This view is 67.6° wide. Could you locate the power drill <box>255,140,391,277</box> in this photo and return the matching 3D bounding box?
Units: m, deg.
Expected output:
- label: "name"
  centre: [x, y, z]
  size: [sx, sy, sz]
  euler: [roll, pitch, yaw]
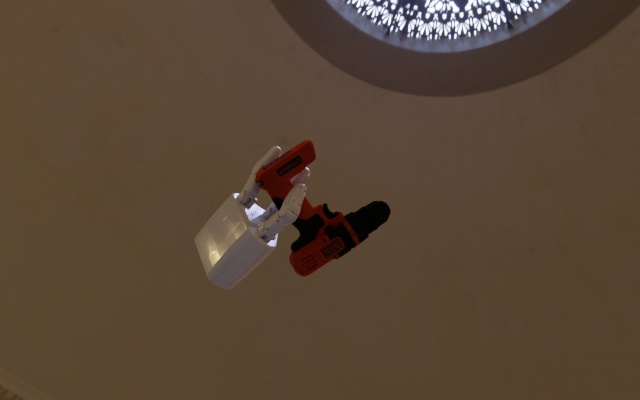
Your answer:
- label: "power drill"
  centre: [0.000, 0.002, 0.751]
  size: [0.184, 0.188, 0.057]
  euler: [-34, 12, -9]
